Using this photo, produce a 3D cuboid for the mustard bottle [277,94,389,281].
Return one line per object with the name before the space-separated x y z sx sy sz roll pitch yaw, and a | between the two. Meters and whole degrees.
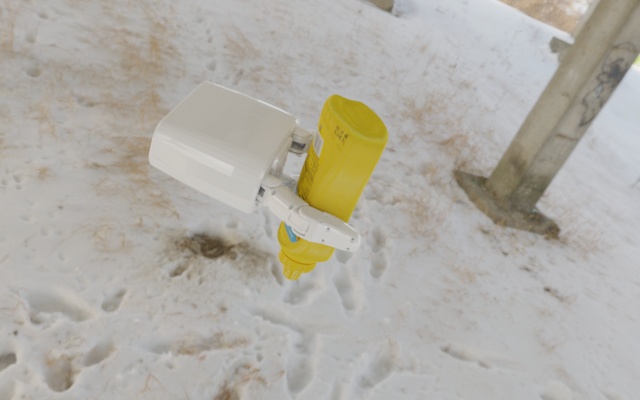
mustard bottle | 0.000 0.001 0.464 0.058 0.192 0.096 13 29 -19
